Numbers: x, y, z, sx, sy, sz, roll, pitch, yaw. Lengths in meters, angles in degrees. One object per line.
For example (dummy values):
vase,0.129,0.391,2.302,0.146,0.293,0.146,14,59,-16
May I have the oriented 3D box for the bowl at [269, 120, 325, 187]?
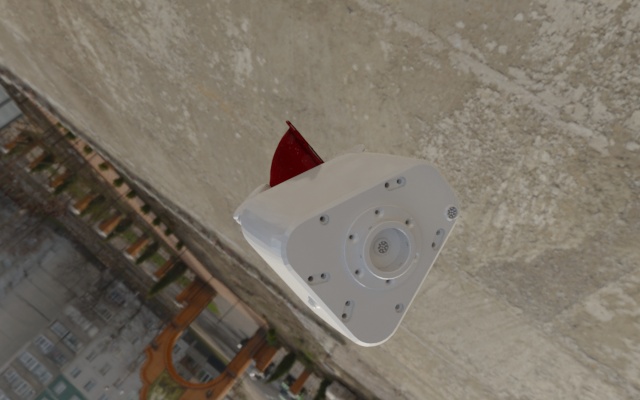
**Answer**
bowl,0.000,0.002,0.466,0.055,0.162,0.162,-39,-3,3
